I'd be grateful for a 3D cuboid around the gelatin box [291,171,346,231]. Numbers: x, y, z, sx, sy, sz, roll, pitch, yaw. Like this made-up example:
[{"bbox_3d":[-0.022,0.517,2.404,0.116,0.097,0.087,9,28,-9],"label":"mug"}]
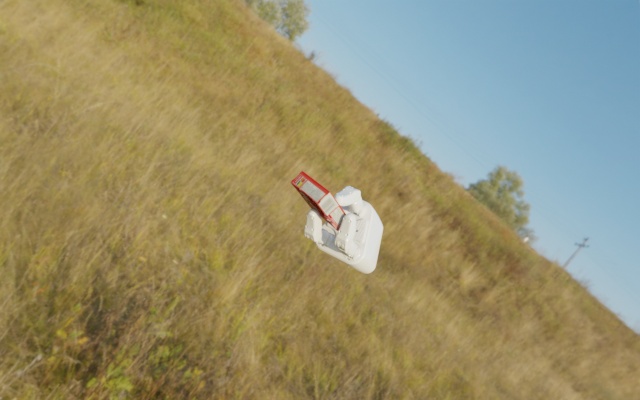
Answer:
[{"bbox_3d":[0.000,0.002,0.755,0.073,0.030,0.089,39,-9,40],"label":"gelatin box"}]
